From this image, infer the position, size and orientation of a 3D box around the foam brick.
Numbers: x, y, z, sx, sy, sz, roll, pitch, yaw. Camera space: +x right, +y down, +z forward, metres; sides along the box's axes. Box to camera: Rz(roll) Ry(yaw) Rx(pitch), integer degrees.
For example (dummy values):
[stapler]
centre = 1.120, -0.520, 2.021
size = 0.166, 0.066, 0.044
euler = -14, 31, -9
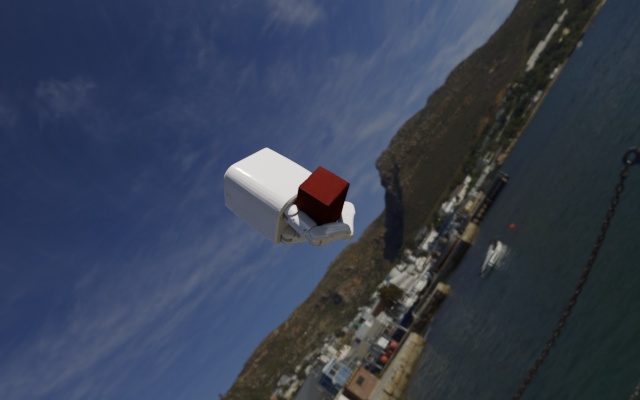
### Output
[foam brick]
centre = 0.000, 0.002, 0.664
size = 0.051, 0.078, 0.053
euler = 34, 55, 16
